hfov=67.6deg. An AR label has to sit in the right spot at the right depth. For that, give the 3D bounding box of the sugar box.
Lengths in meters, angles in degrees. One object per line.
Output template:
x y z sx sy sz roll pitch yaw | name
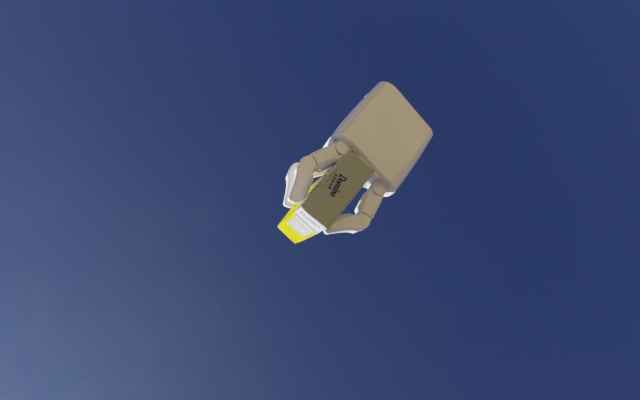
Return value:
0.000 0.002 0.617 0.048 0.093 0.176 41 -18 -1 | sugar box
